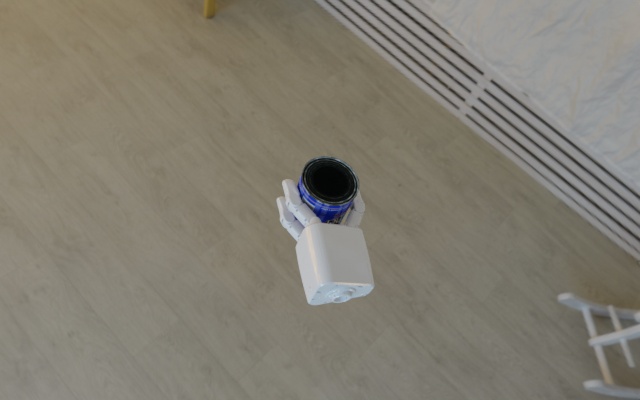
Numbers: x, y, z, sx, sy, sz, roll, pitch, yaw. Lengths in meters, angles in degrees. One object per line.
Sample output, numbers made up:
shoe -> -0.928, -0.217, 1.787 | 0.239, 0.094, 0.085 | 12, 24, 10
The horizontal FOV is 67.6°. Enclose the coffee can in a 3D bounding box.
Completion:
coffee can -> 0.000, 0.003, 0.862 | 0.103, 0.102, 0.140 | 0, -33, -17
